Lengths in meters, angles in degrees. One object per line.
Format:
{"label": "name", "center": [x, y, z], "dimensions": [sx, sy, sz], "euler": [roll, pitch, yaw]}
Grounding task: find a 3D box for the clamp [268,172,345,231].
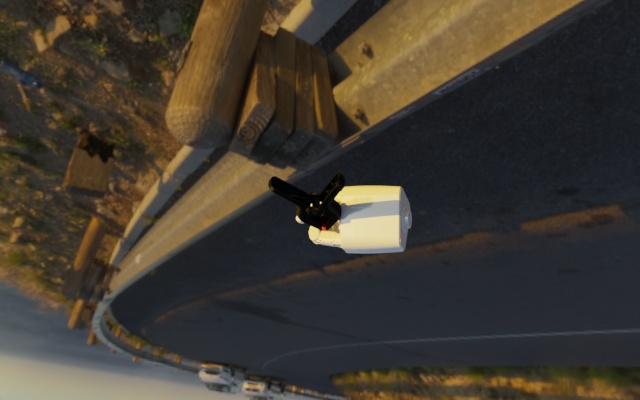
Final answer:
{"label": "clamp", "center": [0.000, 0.003, 0.792], "dimensions": [0.120, 0.039, 0.171], "euler": [-2, -26, 22]}
